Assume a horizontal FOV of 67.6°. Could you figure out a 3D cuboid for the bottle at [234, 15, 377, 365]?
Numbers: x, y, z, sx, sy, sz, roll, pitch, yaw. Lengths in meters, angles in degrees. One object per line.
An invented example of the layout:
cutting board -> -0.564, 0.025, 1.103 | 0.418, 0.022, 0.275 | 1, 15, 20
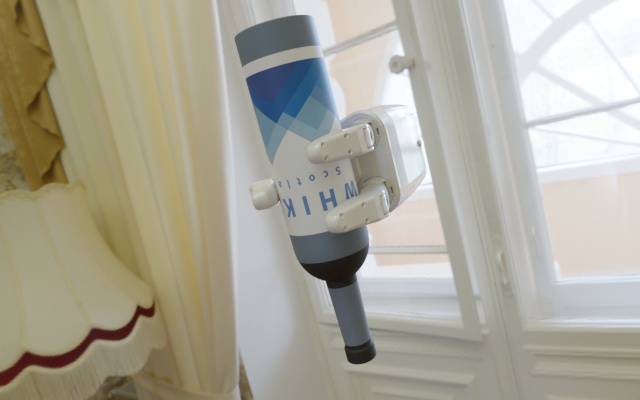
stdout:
bottle -> 0.000, 0.001, 0.409 | 0.069, 0.296, 0.069 | -15, 9, 2
